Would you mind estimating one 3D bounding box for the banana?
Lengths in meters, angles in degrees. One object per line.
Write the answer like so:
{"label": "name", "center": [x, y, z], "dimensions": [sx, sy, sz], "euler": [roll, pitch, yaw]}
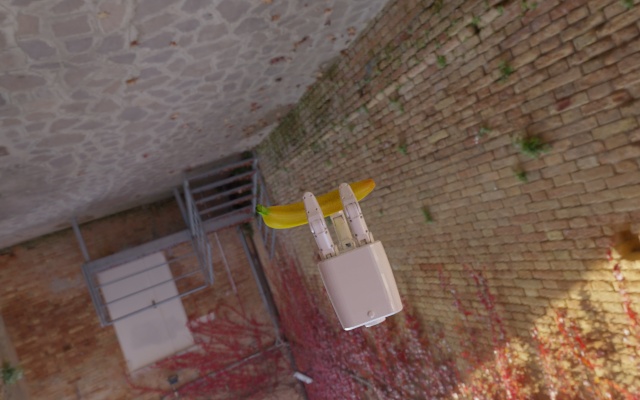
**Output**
{"label": "banana", "center": [-0.008, 0.009, 0.748], "dimensions": [0.198, 0.037, 0.070], "euler": [-15, -14, -21]}
